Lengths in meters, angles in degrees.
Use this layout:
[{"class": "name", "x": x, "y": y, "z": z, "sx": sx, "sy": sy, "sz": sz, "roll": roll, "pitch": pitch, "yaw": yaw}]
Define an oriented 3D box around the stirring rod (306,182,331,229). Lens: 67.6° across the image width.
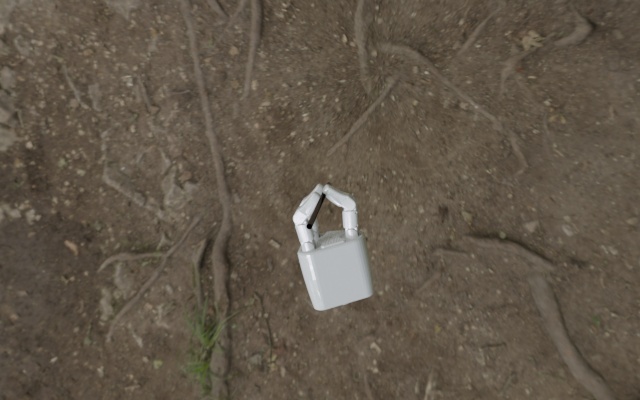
[{"class": "stirring rod", "x": 0.000, "y": 0.002, "z": 0.736, "sx": 0.011, "sy": 0.011, "sz": 0.239, "roll": 0, "pitch": 15, "yaw": 7}]
